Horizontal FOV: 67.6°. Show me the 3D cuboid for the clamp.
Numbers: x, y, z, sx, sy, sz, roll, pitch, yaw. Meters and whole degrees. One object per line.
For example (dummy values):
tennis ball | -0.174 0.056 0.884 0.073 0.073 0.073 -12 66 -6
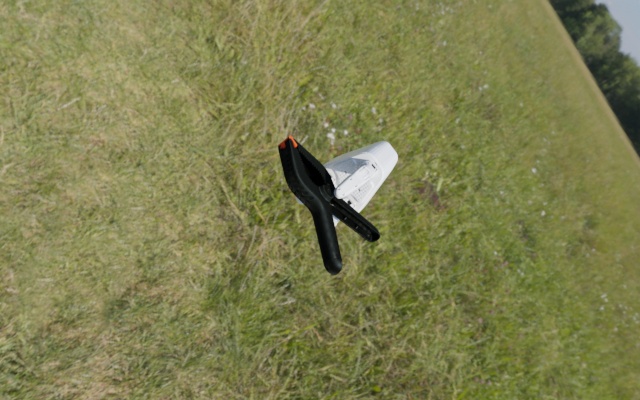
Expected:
clamp | 0.000 0.001 0.690 0.036 0.210 0.164 -35 2 28
